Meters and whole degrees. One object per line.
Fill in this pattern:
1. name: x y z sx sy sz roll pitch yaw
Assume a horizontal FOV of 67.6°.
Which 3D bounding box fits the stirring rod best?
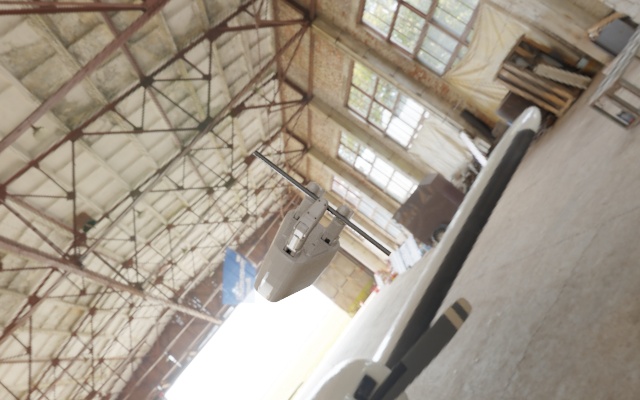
1. stirring rod: 0.000 0.002 0.669 0.239 0.011 0.011 37 7 9
